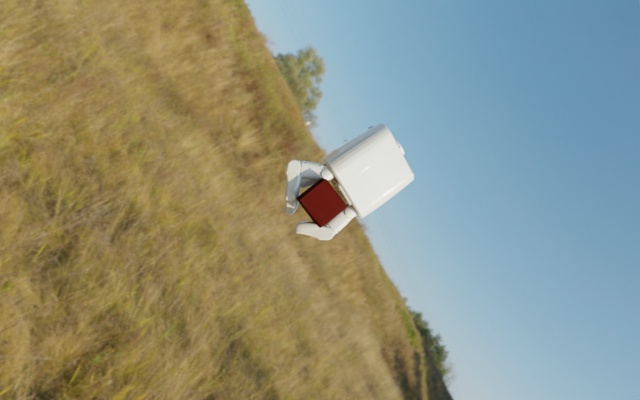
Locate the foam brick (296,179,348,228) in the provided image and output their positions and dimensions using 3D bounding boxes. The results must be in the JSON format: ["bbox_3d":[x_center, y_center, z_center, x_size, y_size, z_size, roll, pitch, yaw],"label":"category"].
[{"bbox_3d":[0.000,0.002,0.714,0.051,0.053,0.078,-37,6,-3],"label":"foam brick"}]
